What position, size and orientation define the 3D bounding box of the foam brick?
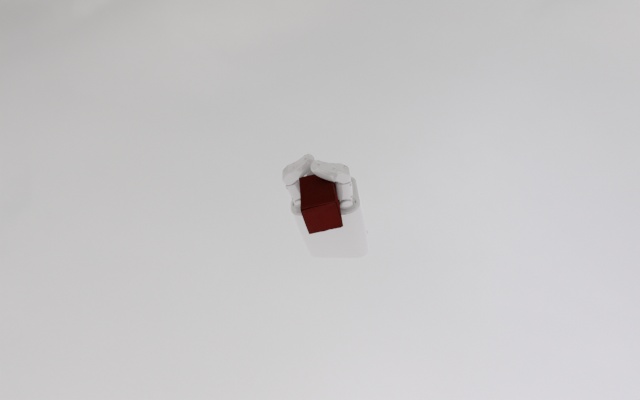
[{"bbox_3d":[0.000,0.002,0.701,0.053,0.051,0.078,-12,38,6],"label":"foam brick"}]
